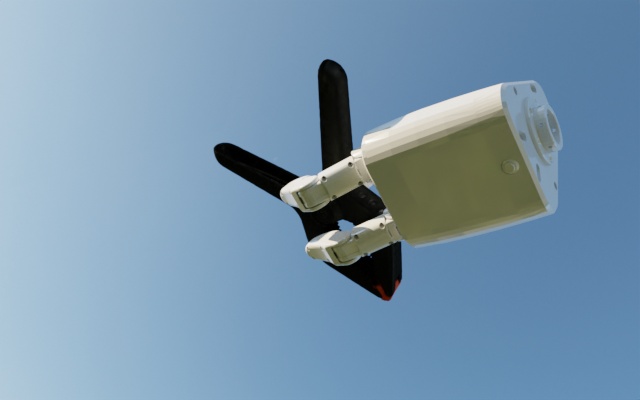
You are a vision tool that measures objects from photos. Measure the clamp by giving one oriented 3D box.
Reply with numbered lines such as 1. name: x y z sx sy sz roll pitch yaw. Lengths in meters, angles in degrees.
1. clamp: 0.001 0.001 0.427 0.164 0.210 0.036 -17 19 41
